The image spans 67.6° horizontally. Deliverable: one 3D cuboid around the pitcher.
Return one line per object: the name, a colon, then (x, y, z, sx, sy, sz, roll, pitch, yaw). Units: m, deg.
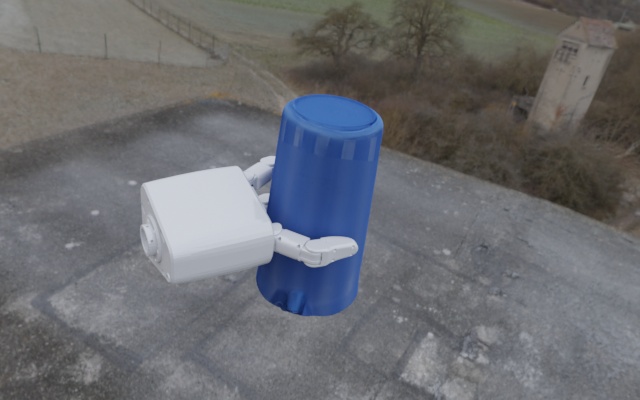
pitcher: (0.000, 0.002, 0.569, 0.145, 0.243, 0.149, -11, 37, -30)
